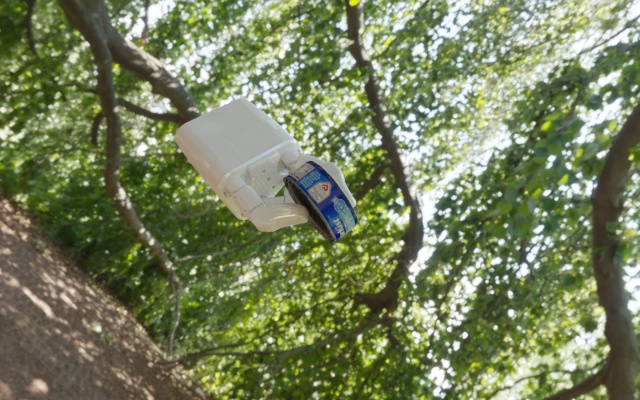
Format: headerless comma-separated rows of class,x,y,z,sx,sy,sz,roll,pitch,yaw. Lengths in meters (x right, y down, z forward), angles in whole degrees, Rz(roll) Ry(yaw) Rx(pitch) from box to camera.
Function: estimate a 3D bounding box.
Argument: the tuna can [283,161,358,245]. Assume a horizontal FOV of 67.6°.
tuna can,0.001,0.001,0.494,0.034,0.086,0.086,-37,8,-10
